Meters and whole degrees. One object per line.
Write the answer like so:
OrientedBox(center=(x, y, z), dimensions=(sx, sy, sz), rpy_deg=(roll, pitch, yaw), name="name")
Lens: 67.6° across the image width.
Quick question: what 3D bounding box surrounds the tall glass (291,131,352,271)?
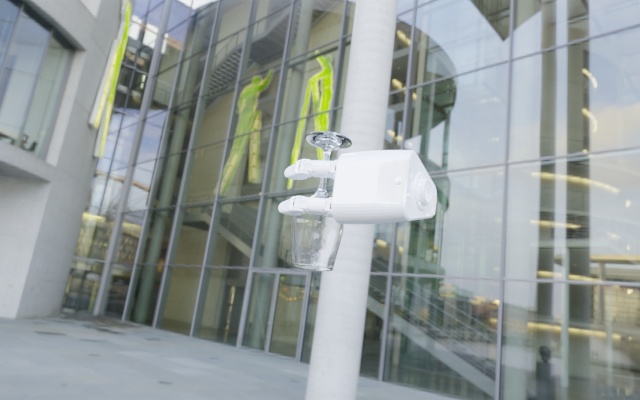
OrientedBox(center=(0.000, 0.002, 0.720), dimensions=(0.079, 0.201, 0.079), rpy_deg=(7, -13, 2), name="tall glass")
